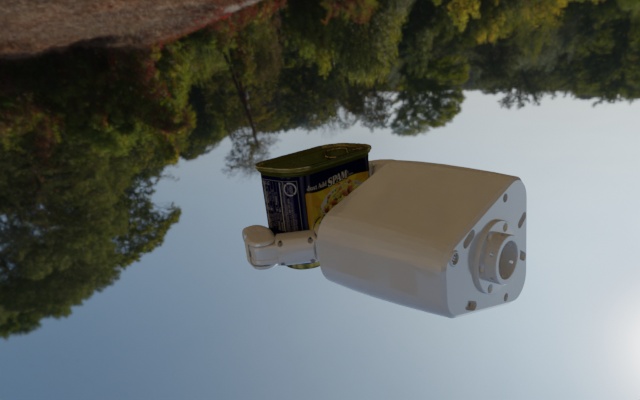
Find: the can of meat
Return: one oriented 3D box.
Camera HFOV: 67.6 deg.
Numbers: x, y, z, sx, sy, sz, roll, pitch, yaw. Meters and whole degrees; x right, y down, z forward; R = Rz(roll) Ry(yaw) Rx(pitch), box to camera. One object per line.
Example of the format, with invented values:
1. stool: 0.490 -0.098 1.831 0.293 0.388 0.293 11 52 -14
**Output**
1. can of meat: 0.000 0.002 0.407 0.057 0.084 0.102 9 22 44
